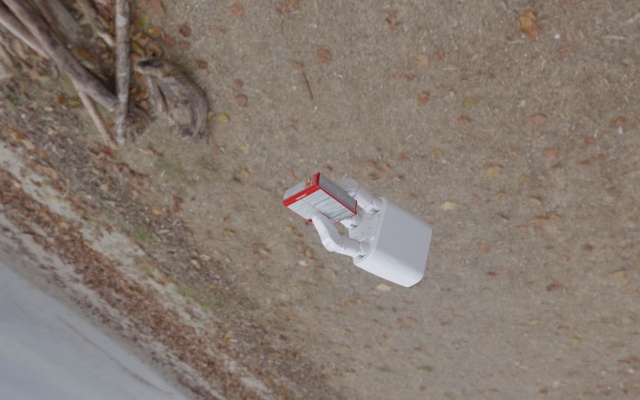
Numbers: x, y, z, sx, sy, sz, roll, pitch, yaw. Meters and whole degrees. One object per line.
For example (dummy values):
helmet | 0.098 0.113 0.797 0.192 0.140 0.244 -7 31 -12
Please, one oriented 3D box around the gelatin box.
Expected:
gelatin box | 0.000 0.003 0.713 0.073 0.030 0.089 -26 -46 36
